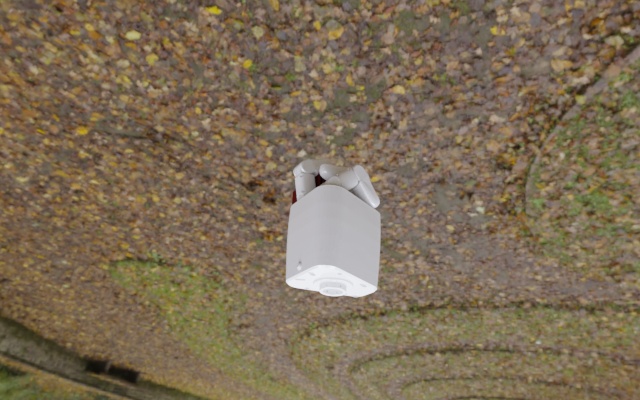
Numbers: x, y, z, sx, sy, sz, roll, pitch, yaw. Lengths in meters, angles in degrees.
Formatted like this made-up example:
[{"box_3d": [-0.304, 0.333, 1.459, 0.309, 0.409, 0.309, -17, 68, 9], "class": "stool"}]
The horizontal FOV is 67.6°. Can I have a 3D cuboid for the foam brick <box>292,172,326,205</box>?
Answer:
[{"box_3d": [0.000, 0.002, 0.674, 0.053, 0.051, 0.078, 17, -30, -29], "class": "foam brick"}]
